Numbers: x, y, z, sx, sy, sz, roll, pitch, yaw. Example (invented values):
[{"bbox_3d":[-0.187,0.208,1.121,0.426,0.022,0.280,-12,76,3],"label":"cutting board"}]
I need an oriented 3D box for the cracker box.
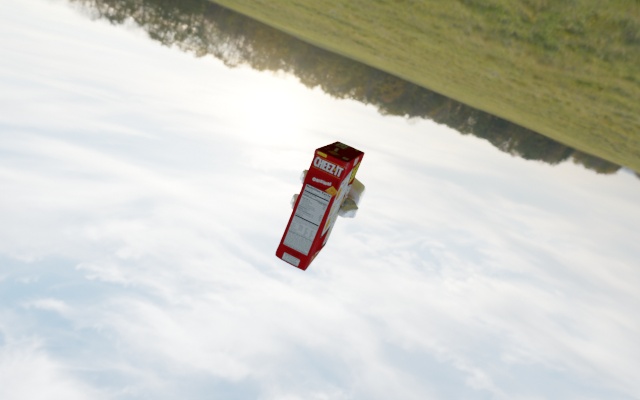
[{"bbox_3d":[0.000,0.003,0.889,0.072,0.214,0.164,24,16,8],"label":"cracker box"}]
